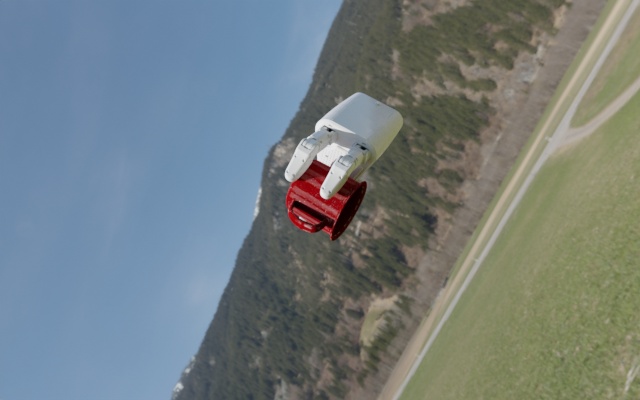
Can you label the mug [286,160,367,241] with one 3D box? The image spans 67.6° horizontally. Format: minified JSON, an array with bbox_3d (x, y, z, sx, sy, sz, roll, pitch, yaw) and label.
[{"bbox_3d":[-0.001,0.003,0.652,0.081,0.093,0.117,30,46,15],"label":"mug"}]
